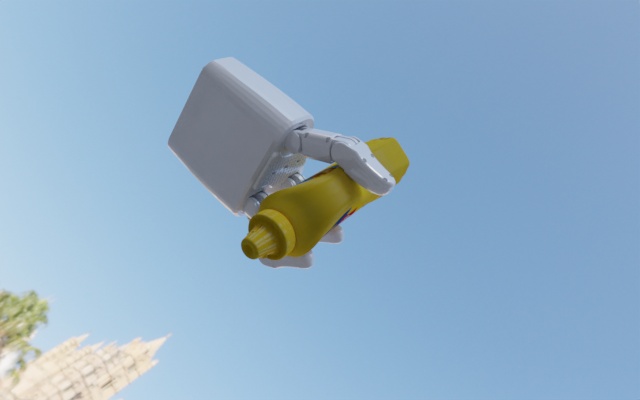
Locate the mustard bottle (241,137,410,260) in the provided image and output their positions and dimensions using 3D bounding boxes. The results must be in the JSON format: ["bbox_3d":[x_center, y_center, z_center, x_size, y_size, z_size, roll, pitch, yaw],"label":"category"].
[{"bbox_3d":[0.000,0.002,0.432,0.096,0.058,0.191,-30,1,43],"label":"mustard bottle"}]
